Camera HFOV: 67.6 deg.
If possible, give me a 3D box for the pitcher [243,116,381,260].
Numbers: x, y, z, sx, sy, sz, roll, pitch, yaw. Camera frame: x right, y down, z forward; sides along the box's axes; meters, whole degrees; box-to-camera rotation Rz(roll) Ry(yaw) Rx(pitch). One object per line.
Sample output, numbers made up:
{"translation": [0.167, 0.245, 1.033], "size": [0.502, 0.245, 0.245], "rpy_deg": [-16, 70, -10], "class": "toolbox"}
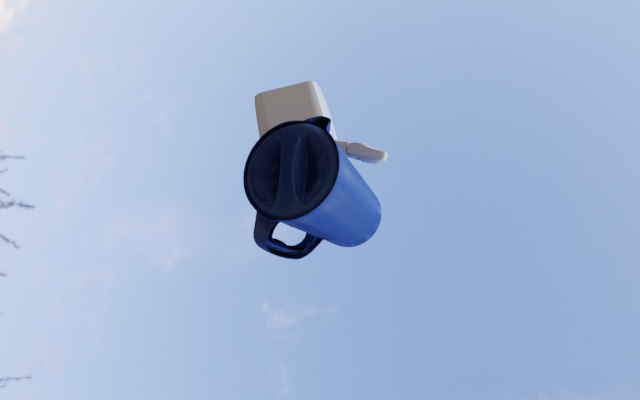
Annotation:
{"translation": [0.000, 0.002, 0.689], "size": [0.149, 0.145, 0.243], "rpy_deg": [-23, -25, 16], "class": "pitcher"}
